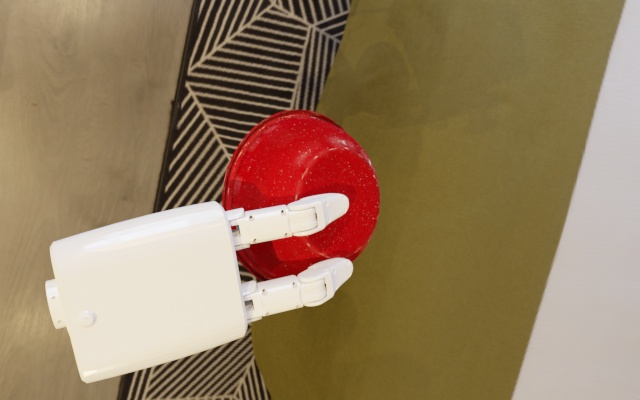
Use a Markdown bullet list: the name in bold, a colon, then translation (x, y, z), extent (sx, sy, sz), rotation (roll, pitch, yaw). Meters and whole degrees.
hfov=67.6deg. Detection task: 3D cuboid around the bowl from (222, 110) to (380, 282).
- **bowl**: translation (0.001, 0.001, 0.411), extent (0.162, 0.162, 0.055), rotation (0, 3, -39)
